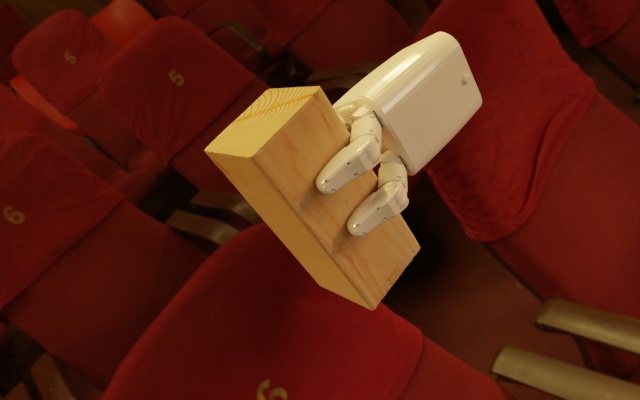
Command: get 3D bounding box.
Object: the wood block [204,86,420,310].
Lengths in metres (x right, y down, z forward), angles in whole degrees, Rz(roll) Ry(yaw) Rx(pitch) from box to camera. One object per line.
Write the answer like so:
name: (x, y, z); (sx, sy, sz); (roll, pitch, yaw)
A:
wood block: (0.000, 0.001, 0.462); (0.091, 0.090, 0.206); (15, -32, 52)
